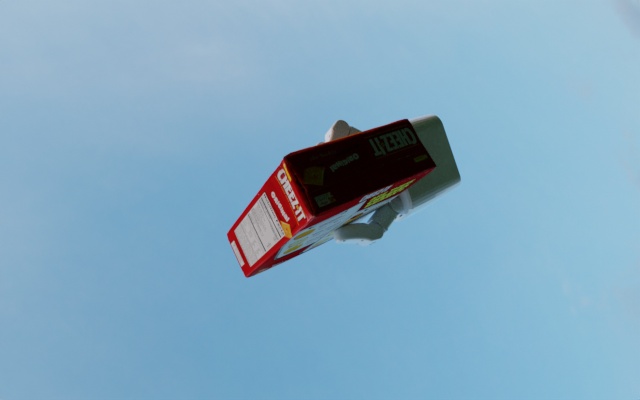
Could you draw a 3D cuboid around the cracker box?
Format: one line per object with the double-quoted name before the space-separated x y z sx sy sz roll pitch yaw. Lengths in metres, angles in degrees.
"cracker box" 0.000 0.002 0.545 0.164 0.072 0.214 -22 -12 -32
